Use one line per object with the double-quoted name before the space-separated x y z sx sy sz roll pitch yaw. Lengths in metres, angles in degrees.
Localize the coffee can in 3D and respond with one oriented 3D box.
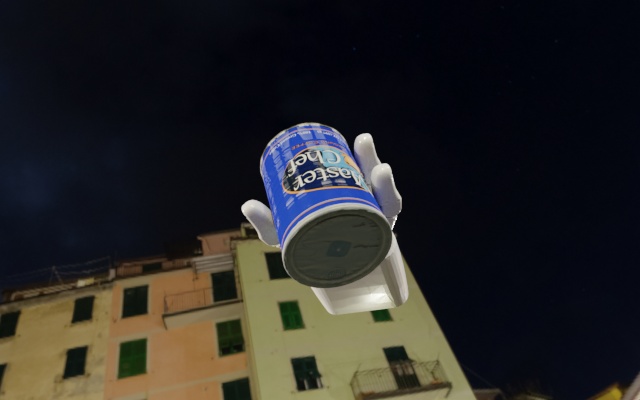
"coffee can" 0.000 0.002 0.481 0.103 0.103 0.140 0 39 -18
